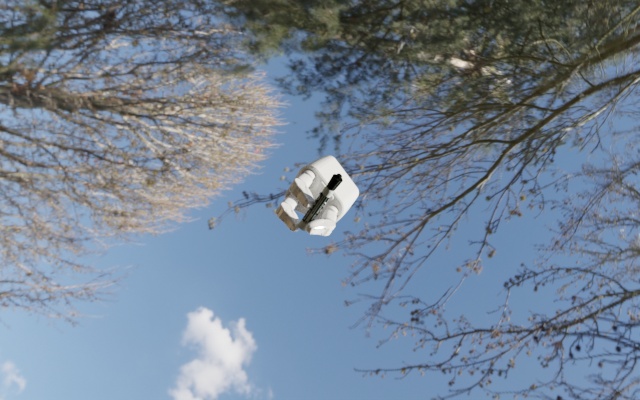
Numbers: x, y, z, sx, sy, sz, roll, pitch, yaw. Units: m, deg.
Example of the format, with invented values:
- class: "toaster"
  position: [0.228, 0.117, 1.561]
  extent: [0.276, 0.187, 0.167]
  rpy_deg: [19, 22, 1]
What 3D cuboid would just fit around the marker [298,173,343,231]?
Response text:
- class: "marker"
  position: [0.000, 0.003, 0.788]
  extent: [0.020, 0.121, 0.020]
  rpy_deg: [26, 29, -16]
